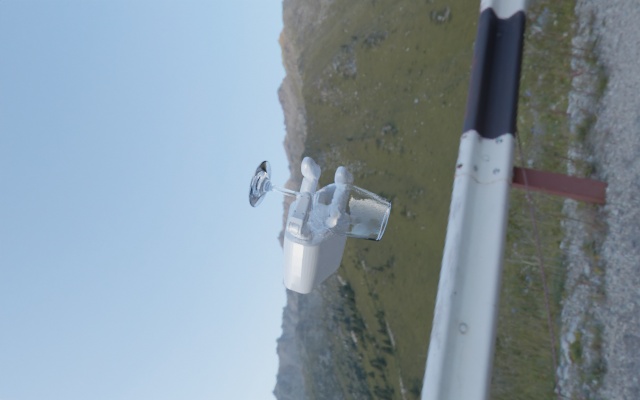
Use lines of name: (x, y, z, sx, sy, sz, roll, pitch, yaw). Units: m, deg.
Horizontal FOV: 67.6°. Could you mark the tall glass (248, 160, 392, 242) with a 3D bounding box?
tall glass: (-0.001, 0.002, 0.706, 0.201, 0.079, 0.079, 16, 4, 14)
